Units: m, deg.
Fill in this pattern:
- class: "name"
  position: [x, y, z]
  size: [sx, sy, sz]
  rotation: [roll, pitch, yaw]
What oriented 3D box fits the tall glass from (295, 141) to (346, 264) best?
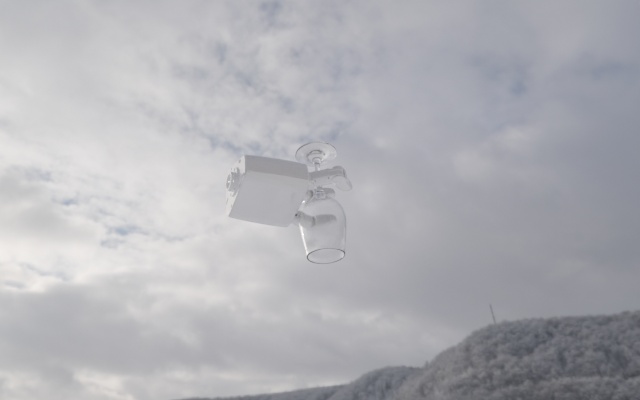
- class: "tall glass"
  position: [0.000, 0.002, 0.805]
  size: [0.079, 0.201, 0.079]
  rotation: [-5, -30, -3]
